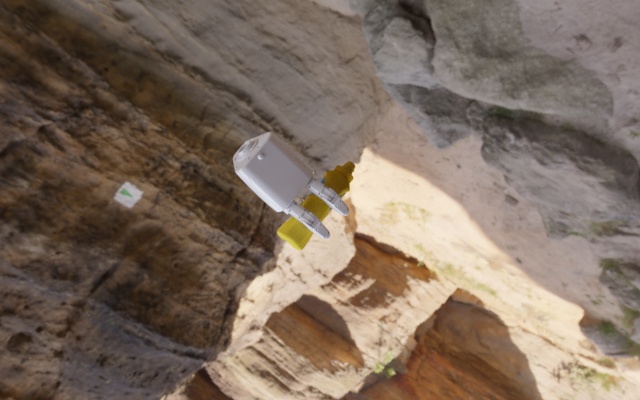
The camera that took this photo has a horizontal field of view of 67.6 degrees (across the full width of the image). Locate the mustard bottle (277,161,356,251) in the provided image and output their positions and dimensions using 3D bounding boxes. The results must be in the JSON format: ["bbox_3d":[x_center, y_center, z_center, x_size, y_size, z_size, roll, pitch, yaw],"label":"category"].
[{"bbox_3d":[0.000,0.003,0.888,0.058,0.191,0.096,39,-10,-1],"label":"mustard bottle"}]
